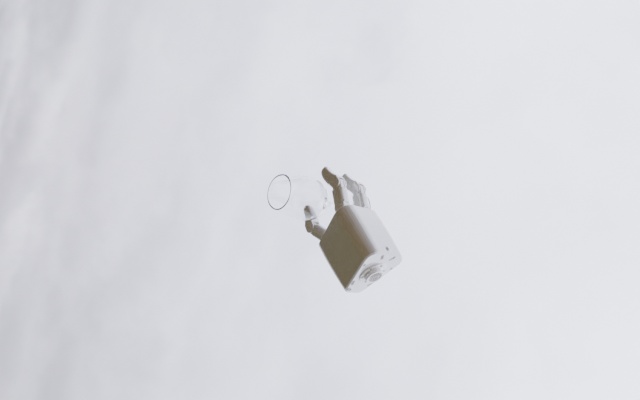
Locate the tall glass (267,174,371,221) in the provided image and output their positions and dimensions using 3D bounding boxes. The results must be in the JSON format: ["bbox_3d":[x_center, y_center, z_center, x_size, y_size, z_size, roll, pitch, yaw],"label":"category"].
[{"bbox_3d":[0.001,0.003,0.870,0.201,0.079,0.079,14,-10,-43],"label":"tall glass"}]
